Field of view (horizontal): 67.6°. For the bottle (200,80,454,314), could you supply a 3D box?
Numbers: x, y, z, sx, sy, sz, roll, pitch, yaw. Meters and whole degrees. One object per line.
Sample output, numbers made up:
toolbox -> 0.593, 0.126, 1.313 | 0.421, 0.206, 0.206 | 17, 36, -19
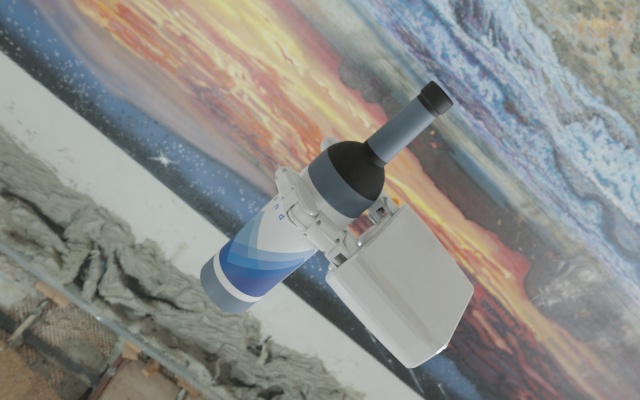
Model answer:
bottle -> 0.000, 0.002, 0.449 | 0.296, 0.069, 0.069 | -42, -20, 23
